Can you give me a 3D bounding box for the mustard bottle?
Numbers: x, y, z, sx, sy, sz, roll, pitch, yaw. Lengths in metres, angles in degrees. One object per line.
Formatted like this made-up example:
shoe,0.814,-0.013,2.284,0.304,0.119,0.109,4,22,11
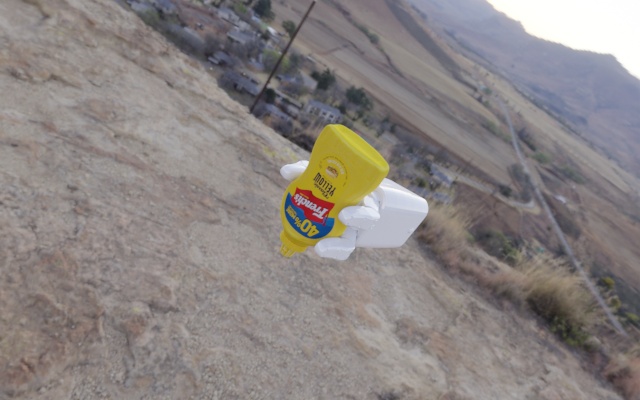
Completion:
mustard bottle,0.000,0.002,0.627,0.096,0.192,0.058,43,27,17
